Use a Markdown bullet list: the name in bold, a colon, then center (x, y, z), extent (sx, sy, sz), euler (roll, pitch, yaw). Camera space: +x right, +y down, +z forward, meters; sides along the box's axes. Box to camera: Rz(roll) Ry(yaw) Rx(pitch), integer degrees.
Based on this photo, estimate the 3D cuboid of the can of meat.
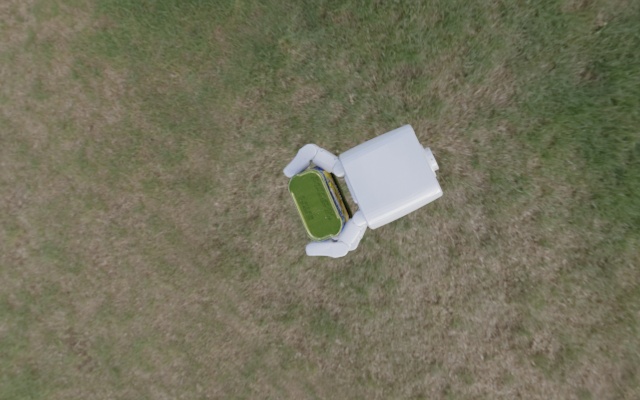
- **can of meat**: center (0.000, 0.002, 0.670), extent (0.057, 0.102, 0.084), euler (-23, 2, 12)
